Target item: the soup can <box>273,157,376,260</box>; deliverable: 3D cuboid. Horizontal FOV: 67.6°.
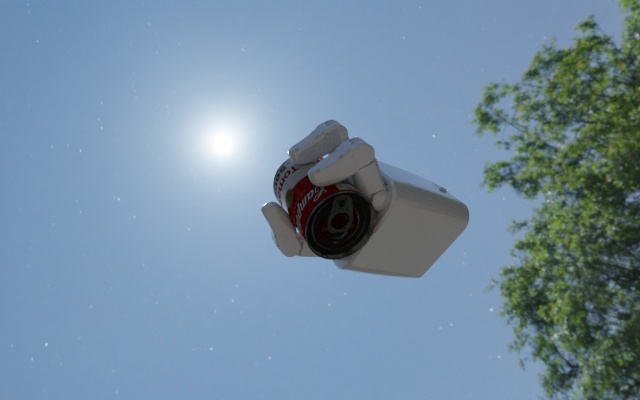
[{"bbox_3d":[-0.001,0.001,0.460,0.068,0.068,0.102,0,25,-24],"label":"soup can"}]
